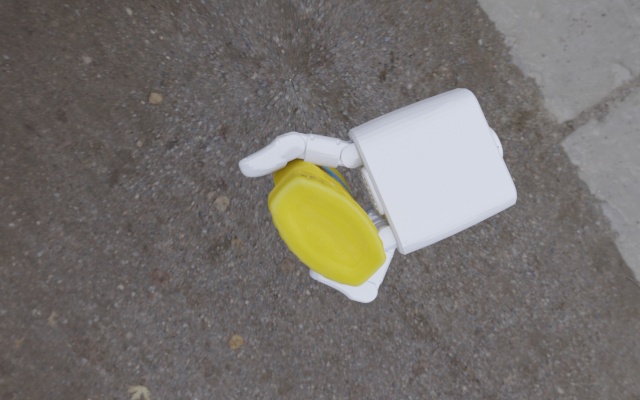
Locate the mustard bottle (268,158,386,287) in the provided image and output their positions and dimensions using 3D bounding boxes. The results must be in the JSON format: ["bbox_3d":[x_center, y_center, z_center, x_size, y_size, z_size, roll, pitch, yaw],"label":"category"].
[{"bbox_3d":[0.000,0.002,0.427,0.096,0.058,0.191,41,8,-12],"label":"mustard bottle"}]
